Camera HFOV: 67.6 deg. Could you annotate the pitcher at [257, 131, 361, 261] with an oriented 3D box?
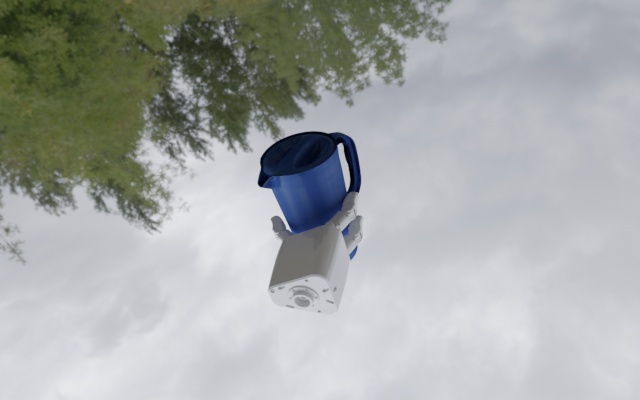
[{"bbox_3d":[0.000,0.003,0.858,0.149,0.243,0.145,-6,38,16],"label":"pitcher"}]
